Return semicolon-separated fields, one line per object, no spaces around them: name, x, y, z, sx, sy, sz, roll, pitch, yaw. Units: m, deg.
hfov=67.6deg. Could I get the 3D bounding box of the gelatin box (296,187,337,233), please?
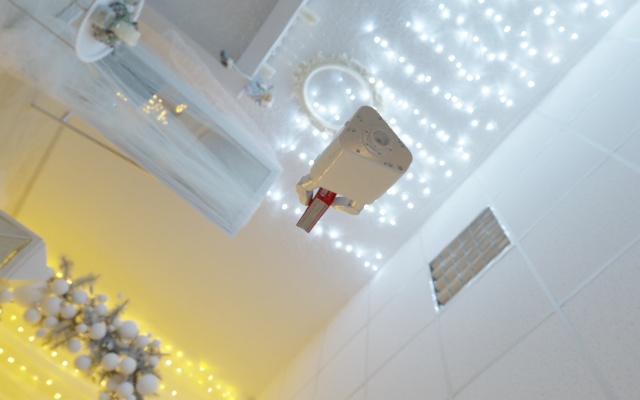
gelatin box;0.000;0.003;0.803;0.030;0.073;0.089;34;-45;-1
